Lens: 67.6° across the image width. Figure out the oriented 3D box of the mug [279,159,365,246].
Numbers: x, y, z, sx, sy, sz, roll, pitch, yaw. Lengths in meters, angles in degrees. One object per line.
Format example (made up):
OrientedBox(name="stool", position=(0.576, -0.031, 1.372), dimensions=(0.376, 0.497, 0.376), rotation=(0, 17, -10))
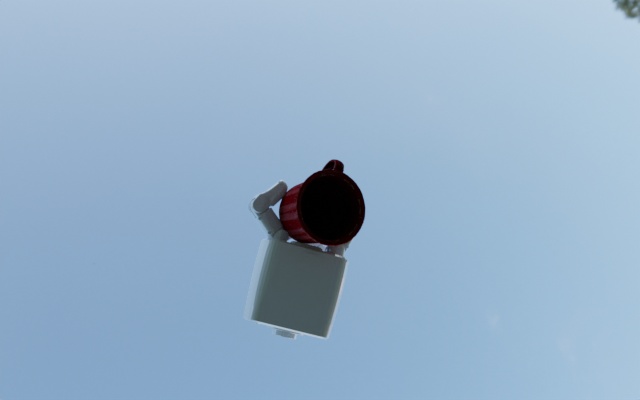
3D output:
OrientedBox(name="mug", position=(0.000, 0.001, 0.611), dimensions=(0.093, 0.117, 0.081), rotation=(21, -16, -22))
